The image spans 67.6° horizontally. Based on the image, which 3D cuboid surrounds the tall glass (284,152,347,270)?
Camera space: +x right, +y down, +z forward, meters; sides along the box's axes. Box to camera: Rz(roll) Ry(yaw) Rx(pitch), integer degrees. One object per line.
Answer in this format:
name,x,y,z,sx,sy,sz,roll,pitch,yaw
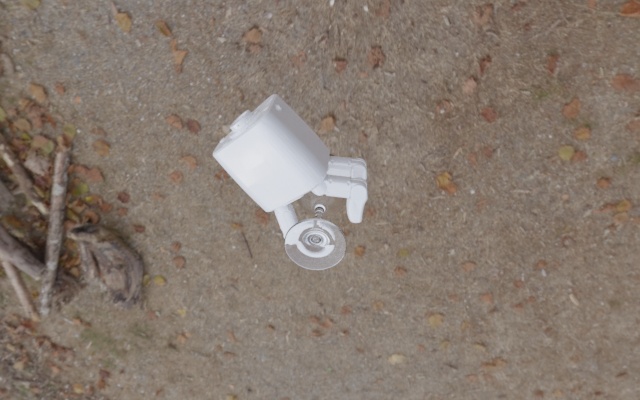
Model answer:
tall glass,0.000,0.003,0.649,0.079,0.079,0.201,0,31,5
